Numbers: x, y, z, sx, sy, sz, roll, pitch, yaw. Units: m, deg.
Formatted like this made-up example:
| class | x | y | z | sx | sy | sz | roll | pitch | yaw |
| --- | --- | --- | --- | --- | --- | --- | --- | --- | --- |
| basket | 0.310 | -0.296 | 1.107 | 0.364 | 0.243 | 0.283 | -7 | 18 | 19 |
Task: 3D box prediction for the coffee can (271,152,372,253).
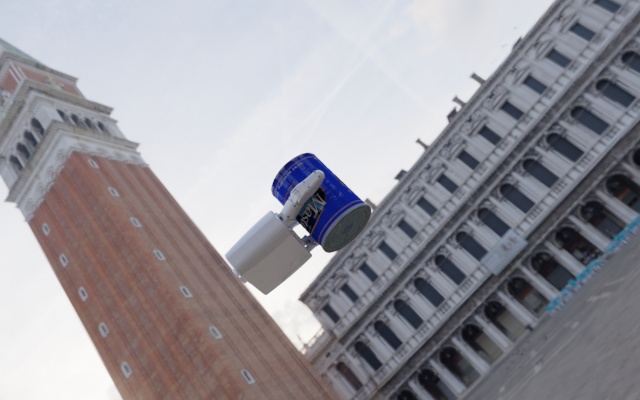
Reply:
| class | x | y | z | sx | sy | sz | roll | pitch | yaw |
| --- | --- | --- | --- | --- | --- | --- | --- | --- | --- |
| coffee can | 0.000 | 0.003 | 0.794 | 0.140 | 0.103 | 0.103 | 45 | 23 | 25 |
